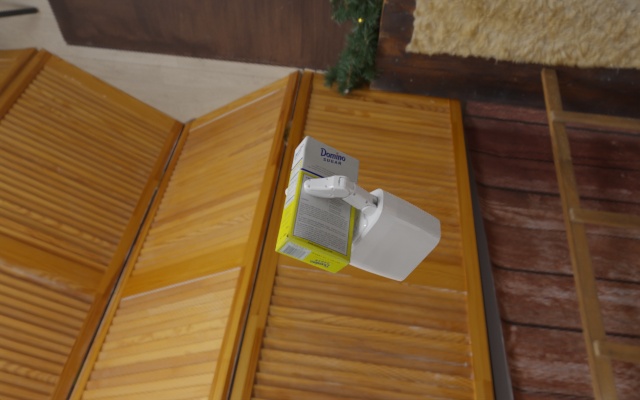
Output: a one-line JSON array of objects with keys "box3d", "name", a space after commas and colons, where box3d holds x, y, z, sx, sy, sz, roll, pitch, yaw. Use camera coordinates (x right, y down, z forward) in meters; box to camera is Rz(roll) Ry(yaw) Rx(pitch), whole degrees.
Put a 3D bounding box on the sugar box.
[{"box3d": [0.000, 0.003, 0.659, 0.093, 0.176, 0.048, 24, -41, -19], "name": "sugar box"}]
